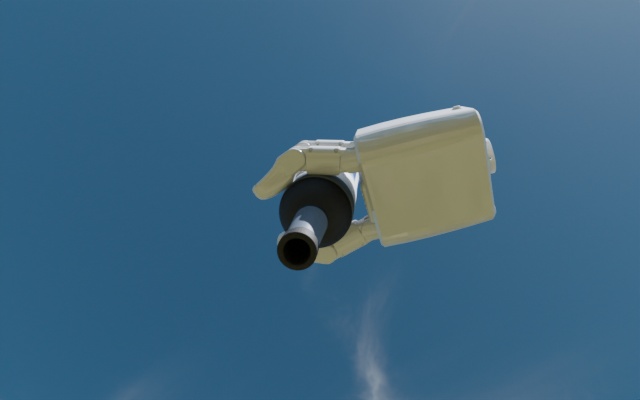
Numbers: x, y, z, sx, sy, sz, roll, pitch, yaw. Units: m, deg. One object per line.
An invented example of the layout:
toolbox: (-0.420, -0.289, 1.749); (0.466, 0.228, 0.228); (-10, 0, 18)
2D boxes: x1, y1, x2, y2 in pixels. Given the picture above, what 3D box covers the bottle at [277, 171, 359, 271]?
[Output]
bottle: (0.000, 0.001, 0.461); (0.069, 0.069, 0.295); (0, 13, 6)
